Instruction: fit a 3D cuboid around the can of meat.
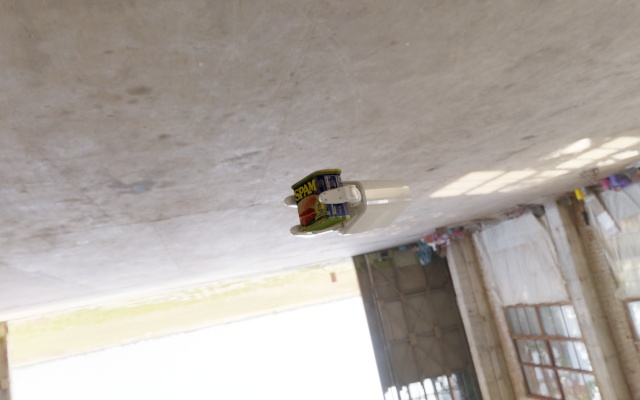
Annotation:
[{"bbox_3d":[0.000,0.003,0.801,0.057,0.084,0.102,-4,-14,-34],"label":"can of meat"}]
